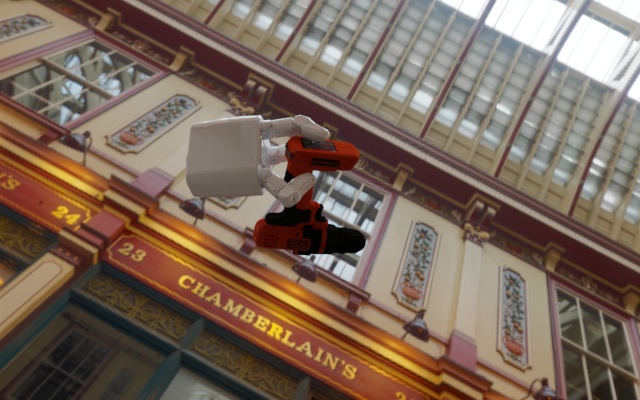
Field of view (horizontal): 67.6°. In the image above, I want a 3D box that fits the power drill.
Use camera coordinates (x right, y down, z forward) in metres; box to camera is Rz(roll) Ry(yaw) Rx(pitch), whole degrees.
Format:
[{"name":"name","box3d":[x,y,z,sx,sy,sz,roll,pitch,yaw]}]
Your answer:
[{"name":"power drill","box3d":[0.000,0.002,0.730,0.184,0.188,0.057,5,28,-16]}]
